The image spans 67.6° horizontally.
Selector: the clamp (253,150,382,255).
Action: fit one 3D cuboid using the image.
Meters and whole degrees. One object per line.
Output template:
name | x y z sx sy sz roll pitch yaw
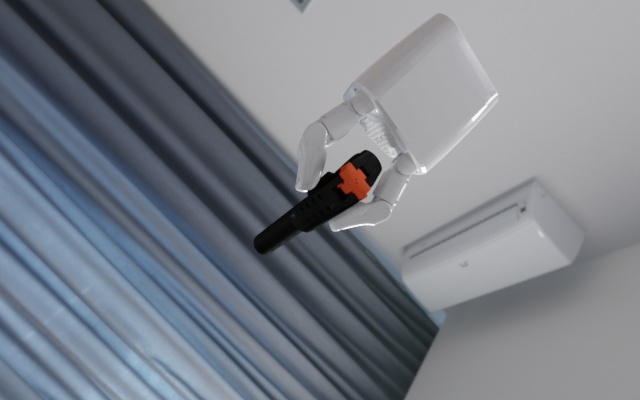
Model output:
clamp | 0.001 0.002 0.454 0.164 0.036 0.210 -41 3 -5
